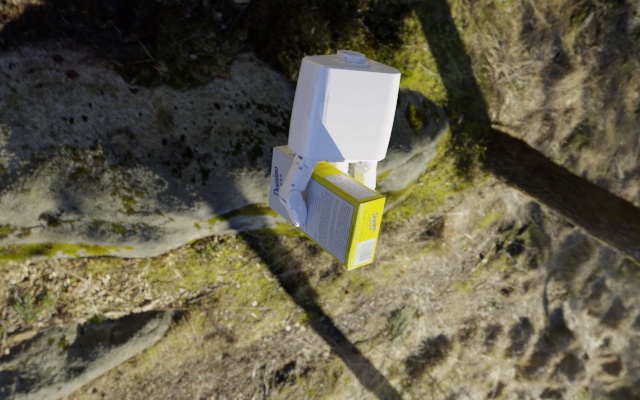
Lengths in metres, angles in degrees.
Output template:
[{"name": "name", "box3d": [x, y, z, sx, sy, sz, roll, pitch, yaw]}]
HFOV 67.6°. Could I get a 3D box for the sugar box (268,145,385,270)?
[{"name": "sugar box", "box3d": [0.001, 0.002, 0.603, 0.048, 0.093, 0.176, -12, 34, -34]}]
